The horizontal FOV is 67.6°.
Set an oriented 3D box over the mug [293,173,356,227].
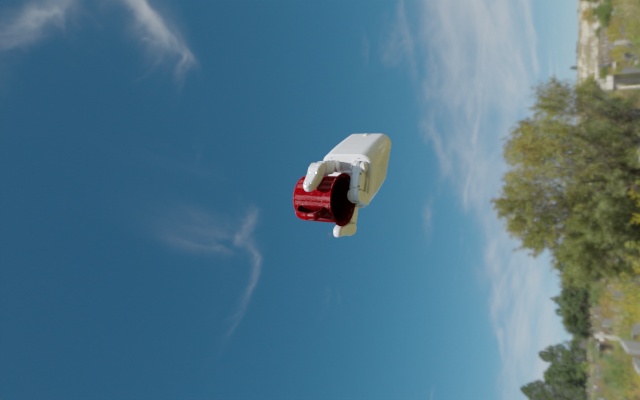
[{"bbox_3d":[-0.001,0.003,0.834,0.081,0.093,0.117,3,31,31],"label":"mug"}]
